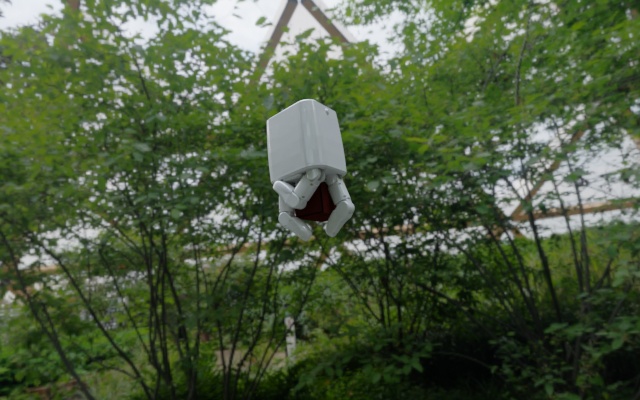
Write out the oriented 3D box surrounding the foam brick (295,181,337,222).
[{"bbox_3d":[0.000,0.003,0.758,0.053,0.051,0.078,-14,-13,28],"label":"foam brick"}]
